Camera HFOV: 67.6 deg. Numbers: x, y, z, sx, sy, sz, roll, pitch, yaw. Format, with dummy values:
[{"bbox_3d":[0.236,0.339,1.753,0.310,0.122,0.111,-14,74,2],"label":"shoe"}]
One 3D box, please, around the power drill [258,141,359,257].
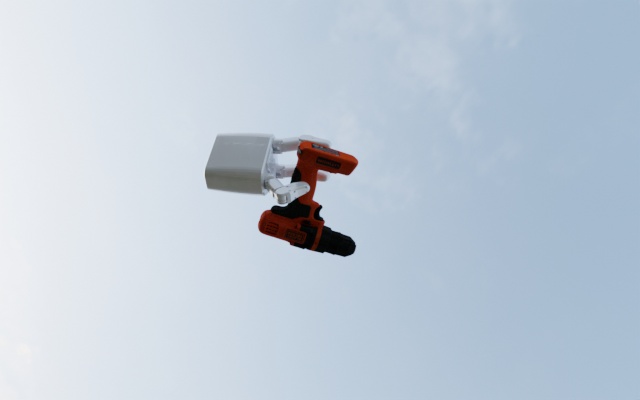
[{"bbox_3d":[0.000,0.002,0.842,0.184,0.188,0.057,17,17,-11],"label":"power drill"}]
